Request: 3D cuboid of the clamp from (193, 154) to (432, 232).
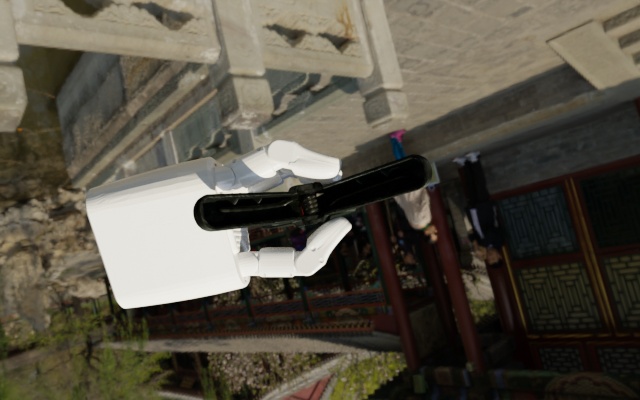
[{"bbox_3d":[0.000,0.002,0.409,0.164,0.036,0.210,-11,-5,2],"label":"clamp"}]
